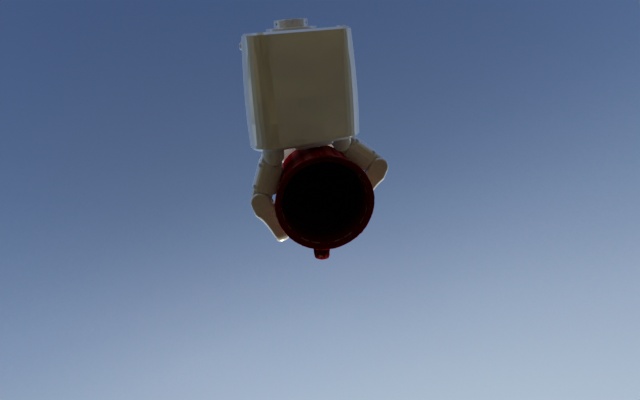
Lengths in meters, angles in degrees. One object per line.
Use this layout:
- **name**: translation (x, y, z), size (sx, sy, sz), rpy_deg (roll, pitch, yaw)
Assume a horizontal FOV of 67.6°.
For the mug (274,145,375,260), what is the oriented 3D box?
- **mug**: translation (0.000, 0.003, 0.481), size (0.093, 0.117, 0.081), rpy_deg (-5, 20, -6)
